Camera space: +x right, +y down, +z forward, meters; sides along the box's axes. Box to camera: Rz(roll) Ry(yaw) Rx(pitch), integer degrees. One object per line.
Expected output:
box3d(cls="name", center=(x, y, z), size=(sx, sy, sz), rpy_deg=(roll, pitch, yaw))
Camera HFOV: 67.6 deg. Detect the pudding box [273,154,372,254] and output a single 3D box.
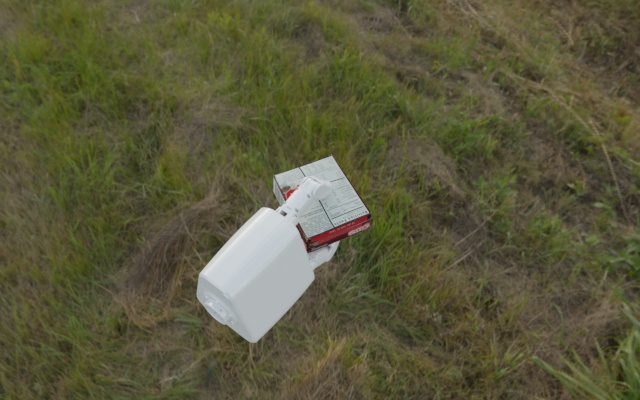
box3d(cls="pudding box", center=(0.000, 0.002, 0.610), size=(0.090, 0.113, 0.039), rpy_deg=(-20, -33, -16))
